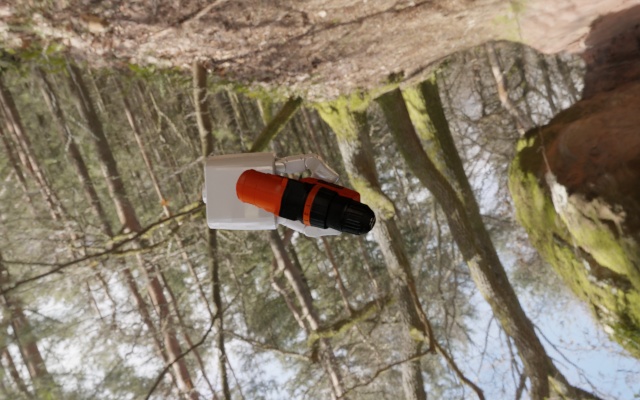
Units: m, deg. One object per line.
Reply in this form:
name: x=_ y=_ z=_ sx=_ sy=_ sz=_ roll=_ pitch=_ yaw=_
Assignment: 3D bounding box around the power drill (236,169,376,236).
power drill: x=0.000 y=0.002 z=0.659 sx=0.184 sy=0.057 sz=0.187 roll=18 pitch=3 yaw=16
